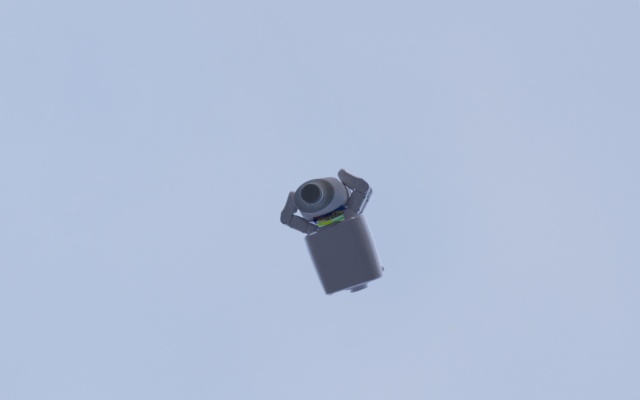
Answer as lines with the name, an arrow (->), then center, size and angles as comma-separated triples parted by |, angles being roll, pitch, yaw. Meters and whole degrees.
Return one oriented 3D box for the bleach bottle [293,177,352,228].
bleach bottle -> 0.000, 0.003, 0.803 | 0.102, 0.068, 0.251 | -20, -8, 8
